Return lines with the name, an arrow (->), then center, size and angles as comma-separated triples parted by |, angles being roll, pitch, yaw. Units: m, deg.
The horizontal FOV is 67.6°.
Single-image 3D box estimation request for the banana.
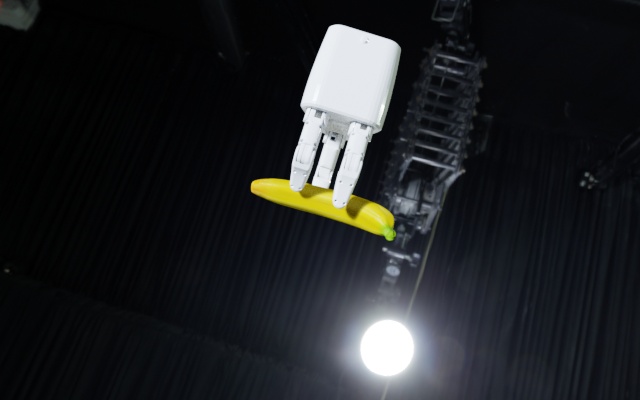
banana -> 0.011, 0.004, 0.588 | 0.198, 0.037, 0.069 | 17, 2, 24
